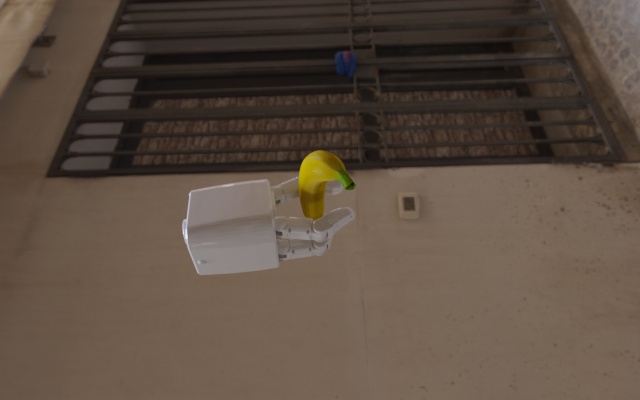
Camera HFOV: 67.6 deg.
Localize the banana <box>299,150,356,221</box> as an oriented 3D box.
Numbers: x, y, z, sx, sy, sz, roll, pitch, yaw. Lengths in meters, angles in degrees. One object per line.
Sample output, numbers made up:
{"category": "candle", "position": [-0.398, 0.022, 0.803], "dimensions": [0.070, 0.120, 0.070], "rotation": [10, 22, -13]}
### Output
{"category": "banana", "position": [-0.004, -0.017, 0.594], "dimensions": [0.037, 0.069, 0.198], "rotation": [-12, -12, -13]}
